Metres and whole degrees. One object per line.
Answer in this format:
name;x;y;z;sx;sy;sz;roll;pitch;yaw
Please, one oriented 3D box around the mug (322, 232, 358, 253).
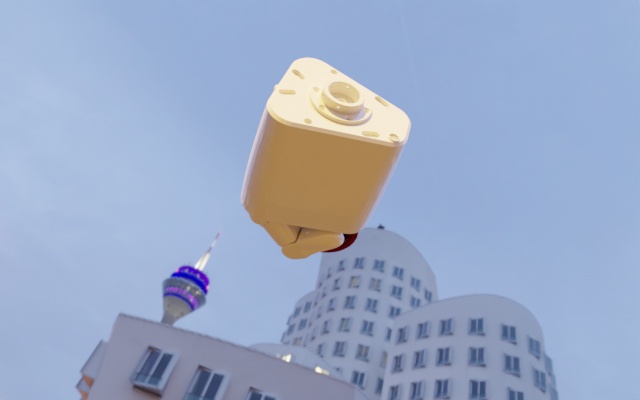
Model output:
mug;0.000;0.002;0.513;0.093;0.081;0.117;23;-43;-1
